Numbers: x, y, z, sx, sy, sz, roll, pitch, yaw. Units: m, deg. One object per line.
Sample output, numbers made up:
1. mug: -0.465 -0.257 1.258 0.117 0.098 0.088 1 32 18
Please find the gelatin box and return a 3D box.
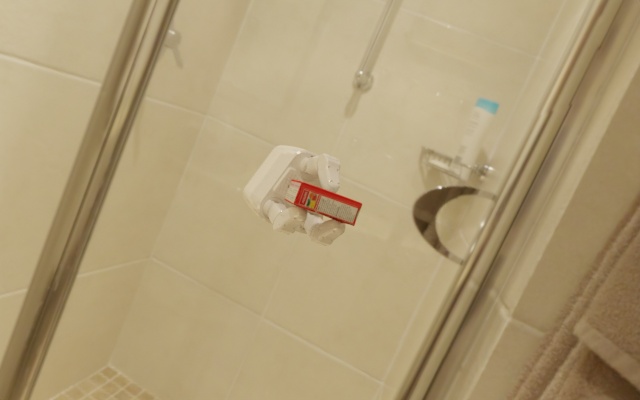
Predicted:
1. gelatin box: 0.000 0.001 0.559 0.073 0.030 0.089 20 -1 -12
